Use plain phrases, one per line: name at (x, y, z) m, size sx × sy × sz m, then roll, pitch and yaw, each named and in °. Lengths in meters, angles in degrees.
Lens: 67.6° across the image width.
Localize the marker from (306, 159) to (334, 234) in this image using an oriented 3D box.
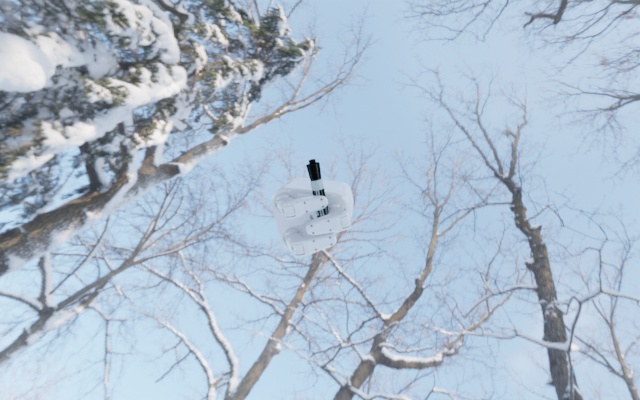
marker at (0.000, 0.002, 0.663) m, size 0.020 × 0.121 × 0.020 m, roll -11°, pitch 12°, yaw 2°
